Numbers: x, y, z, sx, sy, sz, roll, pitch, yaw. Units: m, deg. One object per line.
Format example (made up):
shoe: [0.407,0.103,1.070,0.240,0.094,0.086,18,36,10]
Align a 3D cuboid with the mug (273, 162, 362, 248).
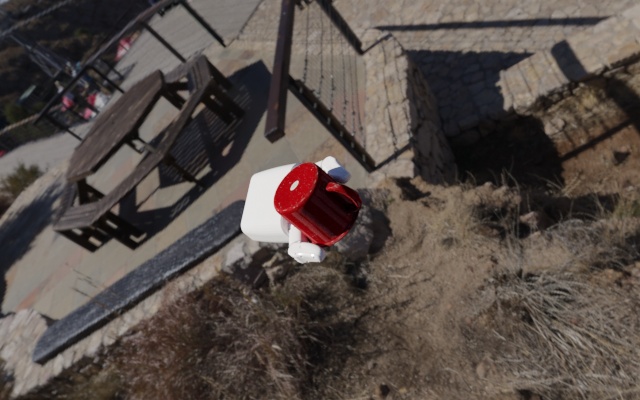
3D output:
mug: [0.001,0.002,0.627,0.117,0.093,0.081,-9,-39,44]
